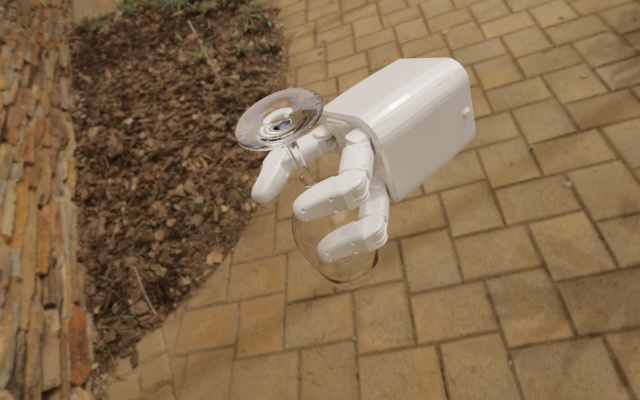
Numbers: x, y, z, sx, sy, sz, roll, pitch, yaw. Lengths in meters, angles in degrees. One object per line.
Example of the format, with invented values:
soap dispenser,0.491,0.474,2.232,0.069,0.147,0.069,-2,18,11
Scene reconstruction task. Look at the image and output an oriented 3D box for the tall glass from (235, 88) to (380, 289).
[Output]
tall glass,0.000,0.001,0.436,0.079,0.079,0.201,0,-42,26
